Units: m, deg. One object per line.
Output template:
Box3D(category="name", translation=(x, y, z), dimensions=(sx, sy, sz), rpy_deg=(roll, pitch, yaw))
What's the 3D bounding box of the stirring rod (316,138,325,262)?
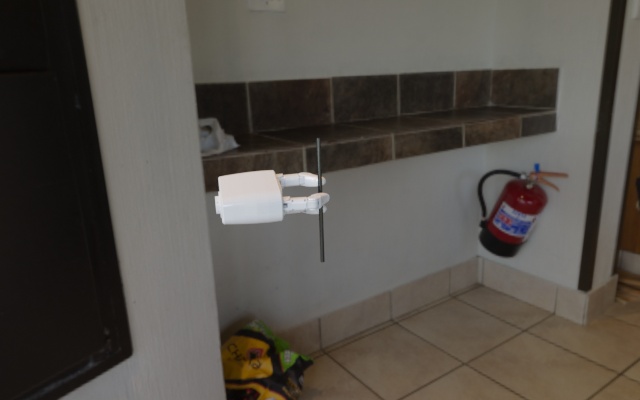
Box3D(category="stirring rod", translation=(0.000, 0.003, 0.896), dimensions=(0.011, 0.239, 0.011), rpy_deg=(-2, 16, 1))
